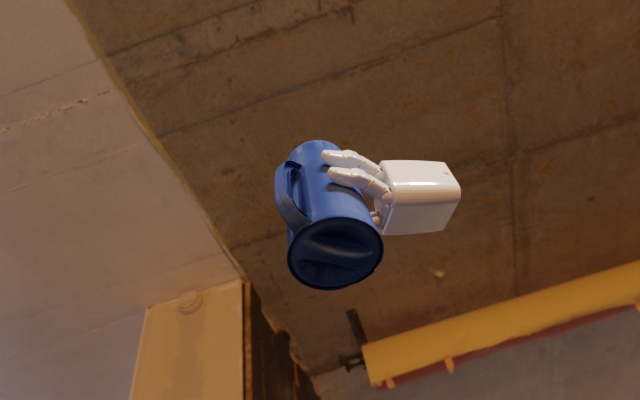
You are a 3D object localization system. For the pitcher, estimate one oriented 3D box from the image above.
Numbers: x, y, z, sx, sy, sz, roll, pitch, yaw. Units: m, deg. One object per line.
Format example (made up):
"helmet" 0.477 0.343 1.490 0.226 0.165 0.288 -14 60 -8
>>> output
"pitcher" 0.000 0.002 0.730 0.145 0.149 0.242 -2 36 -7
